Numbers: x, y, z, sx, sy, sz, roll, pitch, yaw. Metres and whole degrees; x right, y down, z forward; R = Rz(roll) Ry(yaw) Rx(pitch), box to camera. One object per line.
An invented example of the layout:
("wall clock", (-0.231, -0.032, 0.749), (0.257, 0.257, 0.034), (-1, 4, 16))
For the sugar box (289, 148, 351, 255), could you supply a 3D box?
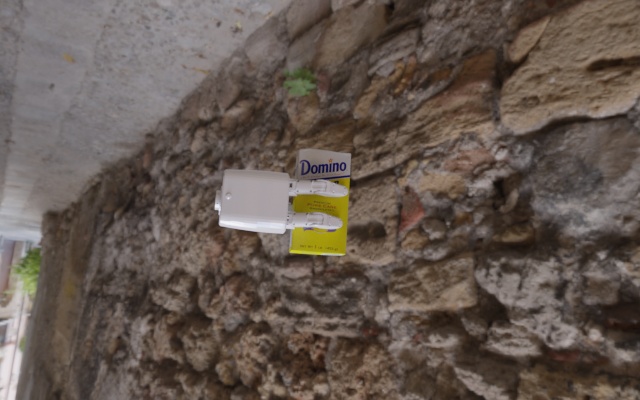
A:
("sugar box", (0.000, 0.003, 0.809), (0.093, 0.176, 0.048), (5, -10, -9))
